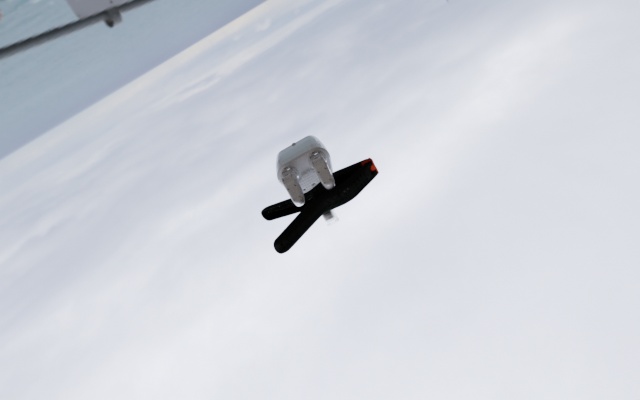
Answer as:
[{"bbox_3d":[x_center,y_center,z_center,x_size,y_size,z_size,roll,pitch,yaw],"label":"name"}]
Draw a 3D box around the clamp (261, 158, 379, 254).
[{"bbox_3d":[0.001,0.003,0.756,0.210,0.036,0.164,-30,23,4],"label":"clamp"}]
